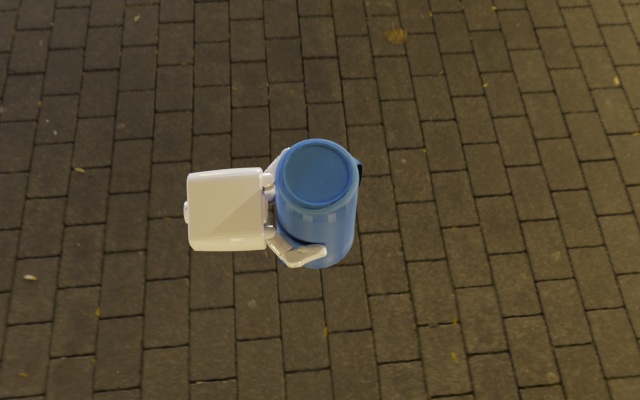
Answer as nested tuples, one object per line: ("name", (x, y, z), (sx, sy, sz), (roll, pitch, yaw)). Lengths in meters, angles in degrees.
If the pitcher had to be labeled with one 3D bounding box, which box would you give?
("pitcher", (0.000, 0.002, 0.714), (0.145, 0.149, 0.243), (-2, -21, -2))
